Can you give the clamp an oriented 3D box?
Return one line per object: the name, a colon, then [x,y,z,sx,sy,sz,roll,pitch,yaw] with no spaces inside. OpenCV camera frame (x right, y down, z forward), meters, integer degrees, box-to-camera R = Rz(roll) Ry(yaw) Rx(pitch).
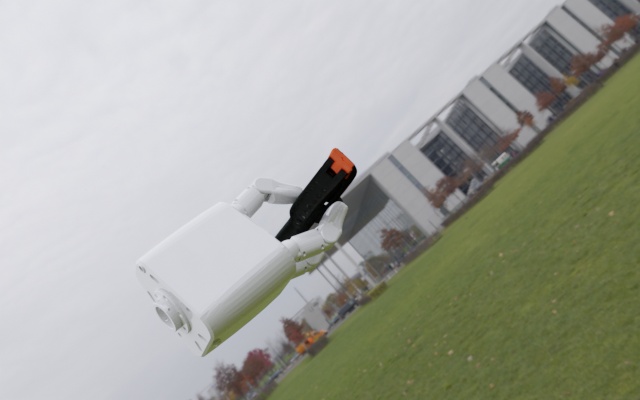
clamp: [0.000,0.001,0.561,0.164,0.036,0.210,-42,-10,-37]
